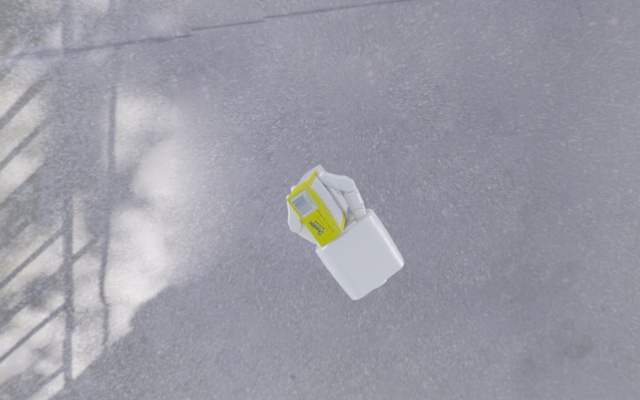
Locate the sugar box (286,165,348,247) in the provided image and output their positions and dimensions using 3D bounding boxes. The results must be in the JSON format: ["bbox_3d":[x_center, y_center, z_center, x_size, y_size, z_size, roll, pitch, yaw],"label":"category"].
[{"bbox_3d":[0.000,0.003,0.781,0.048,0.093,0.176,-34,8,11],"label":"sugar box"}]
